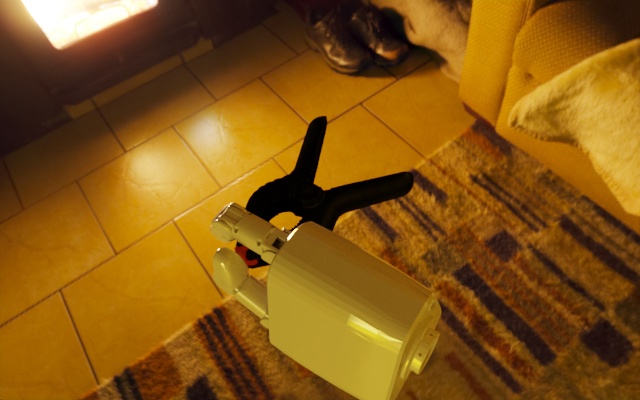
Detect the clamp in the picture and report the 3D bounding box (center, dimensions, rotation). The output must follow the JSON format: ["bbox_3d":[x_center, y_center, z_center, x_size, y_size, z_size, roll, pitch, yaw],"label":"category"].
[{"bbox_3d":[0.000,0.001,0.424,0.120,0.171,0.039,26,-27,24],"label":"clamp"}]
